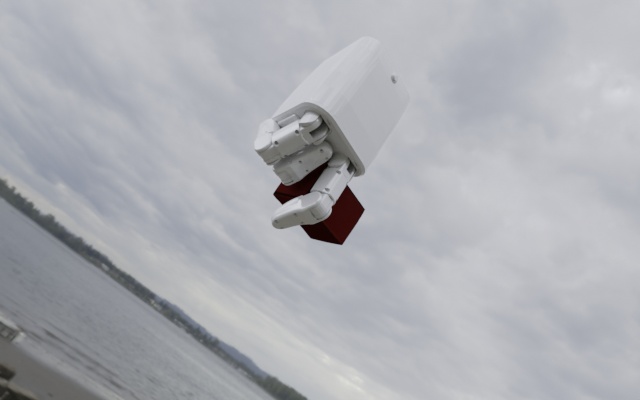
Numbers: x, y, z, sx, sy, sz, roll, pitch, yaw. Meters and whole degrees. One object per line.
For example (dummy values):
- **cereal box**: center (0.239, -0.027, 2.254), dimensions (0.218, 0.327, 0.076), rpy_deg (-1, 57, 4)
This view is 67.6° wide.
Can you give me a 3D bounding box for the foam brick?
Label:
- **foam brick**: center (0.000, 0.002, 0.504), dimensions (0.053, 0.051, 0.078), rpy_deg (10, -34, 46)
